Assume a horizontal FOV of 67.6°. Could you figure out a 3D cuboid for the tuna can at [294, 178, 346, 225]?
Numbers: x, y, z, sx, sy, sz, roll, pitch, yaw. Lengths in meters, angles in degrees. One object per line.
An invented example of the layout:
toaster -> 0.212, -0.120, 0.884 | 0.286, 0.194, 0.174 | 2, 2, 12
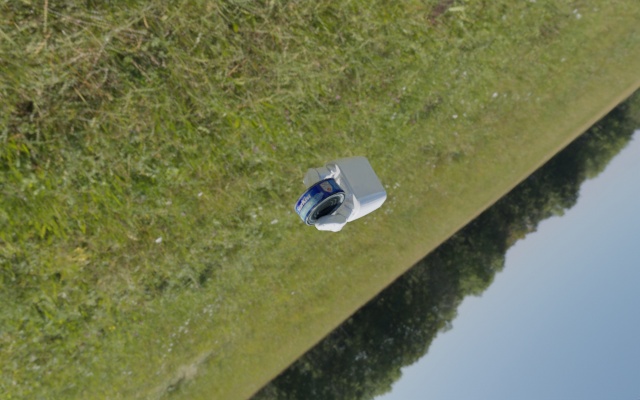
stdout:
tuna can -> 0.000, 0.003, 0.804 | 0.086, 0.033, 0.086 | -33, -21, -14
